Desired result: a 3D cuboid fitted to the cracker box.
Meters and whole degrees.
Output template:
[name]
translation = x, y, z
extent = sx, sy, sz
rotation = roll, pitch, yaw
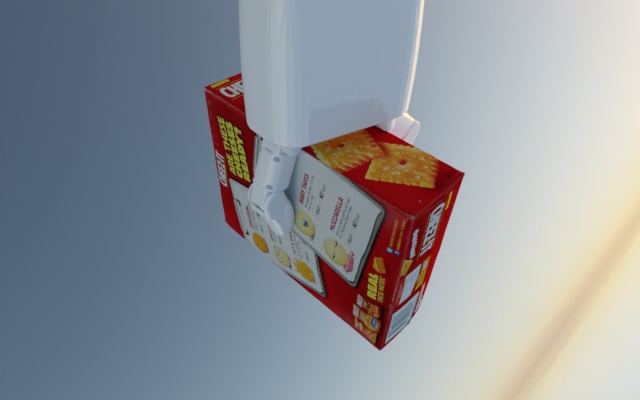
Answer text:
[cracker box]
translation = 0.000, 0.002, 0.412
extent = 0.213, 0.164, 0.072
rotation = 35, 52, 30
